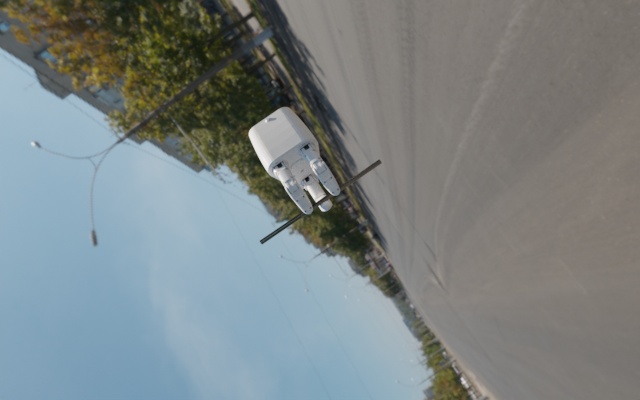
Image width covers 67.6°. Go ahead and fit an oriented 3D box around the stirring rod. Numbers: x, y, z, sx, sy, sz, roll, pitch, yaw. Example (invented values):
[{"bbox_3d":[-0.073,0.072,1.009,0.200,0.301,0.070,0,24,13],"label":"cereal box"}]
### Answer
[{"bbox_3d":[0.000,0.003,0.793,0.239,0.011,0.011,-34,-1,1],"label":"stirring rod"}]
